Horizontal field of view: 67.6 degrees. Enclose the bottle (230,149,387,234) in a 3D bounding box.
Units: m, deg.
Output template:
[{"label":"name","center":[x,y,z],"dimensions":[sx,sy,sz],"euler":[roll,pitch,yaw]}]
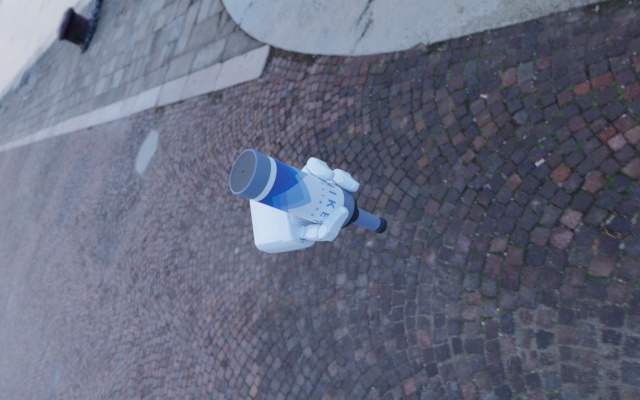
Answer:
[{"label":"bottle","center":[0.000,0.002,0.750],"dimensions":[0.296,0.069,0.069],"euler":[22,-14,-38]}]
